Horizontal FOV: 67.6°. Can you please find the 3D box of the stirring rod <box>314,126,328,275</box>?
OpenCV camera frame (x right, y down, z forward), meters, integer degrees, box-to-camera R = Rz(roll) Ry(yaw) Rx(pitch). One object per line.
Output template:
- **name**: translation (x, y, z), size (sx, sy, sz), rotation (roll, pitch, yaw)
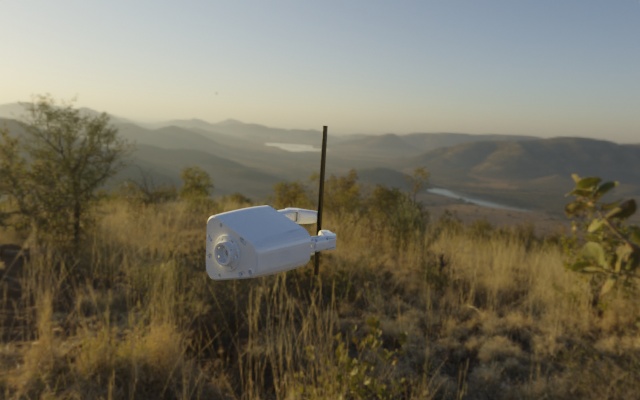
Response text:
- **stirring rod**: translation (0.000, 0.003, 0.760), size (0.011, 0.239, 0.011), rotation (3, 9, -1)
